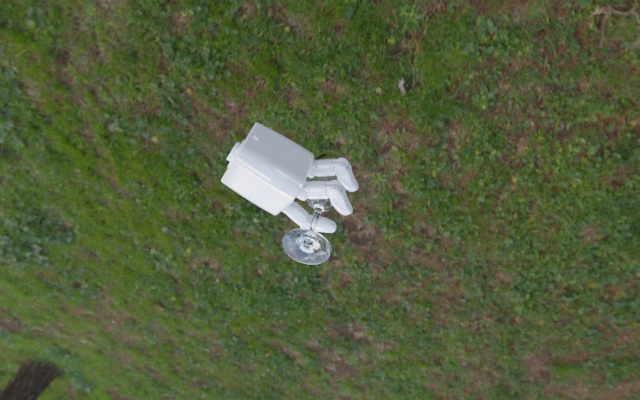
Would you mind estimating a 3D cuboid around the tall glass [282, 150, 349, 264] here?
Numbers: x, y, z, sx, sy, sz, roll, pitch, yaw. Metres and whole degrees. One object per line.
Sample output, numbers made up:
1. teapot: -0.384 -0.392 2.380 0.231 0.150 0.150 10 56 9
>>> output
1. tall glass: 0.000 0.003 0.766 0.079 0.079 0.201 0 41 17
